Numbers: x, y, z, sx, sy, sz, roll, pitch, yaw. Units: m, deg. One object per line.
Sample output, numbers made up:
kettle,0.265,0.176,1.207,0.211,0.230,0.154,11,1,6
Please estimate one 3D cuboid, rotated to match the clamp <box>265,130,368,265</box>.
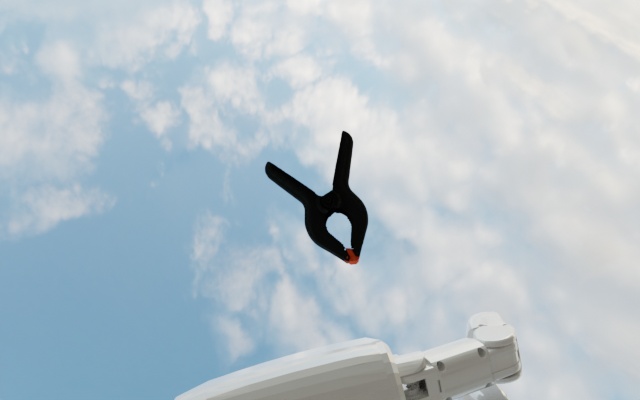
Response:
clamp,0.000,0.002,0.602,0.120,0.171,0.039,-16,-19,7
